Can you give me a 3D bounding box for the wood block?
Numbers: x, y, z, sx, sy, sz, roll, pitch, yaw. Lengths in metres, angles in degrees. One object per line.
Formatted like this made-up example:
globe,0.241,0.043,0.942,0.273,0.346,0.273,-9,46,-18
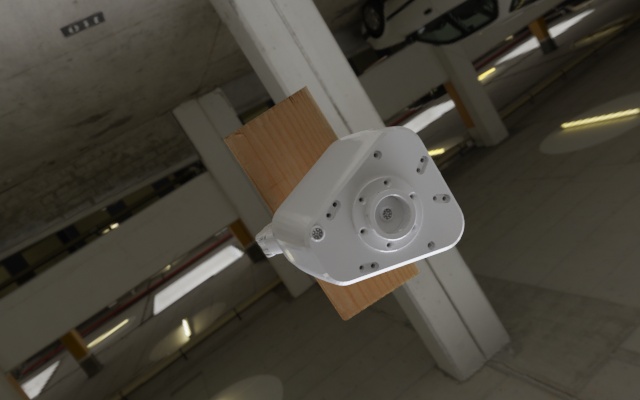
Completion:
wood block,0.000,0.002,0.482,0.091,0.206,0.090,-32,9,-2
